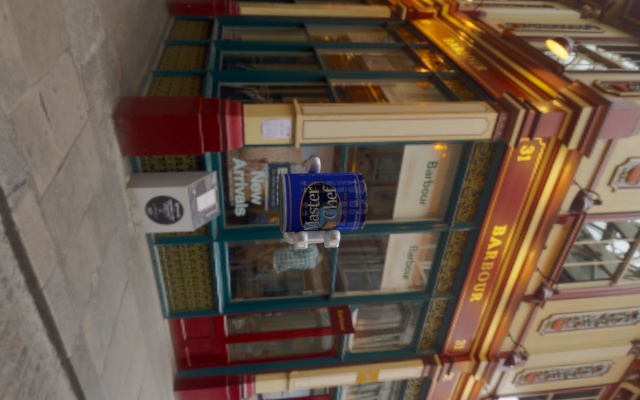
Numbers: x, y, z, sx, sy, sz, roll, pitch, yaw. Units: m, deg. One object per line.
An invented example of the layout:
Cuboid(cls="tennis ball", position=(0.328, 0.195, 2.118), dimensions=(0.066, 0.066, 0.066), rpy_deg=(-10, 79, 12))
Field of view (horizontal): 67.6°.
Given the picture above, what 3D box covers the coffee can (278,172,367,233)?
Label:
Cuboid(cls="coffee can", position=(0.000, 0.003, 0.823), dimensions=(0.140, 0.103, 0.103), rpy_deg=(-1, 0, -9))
